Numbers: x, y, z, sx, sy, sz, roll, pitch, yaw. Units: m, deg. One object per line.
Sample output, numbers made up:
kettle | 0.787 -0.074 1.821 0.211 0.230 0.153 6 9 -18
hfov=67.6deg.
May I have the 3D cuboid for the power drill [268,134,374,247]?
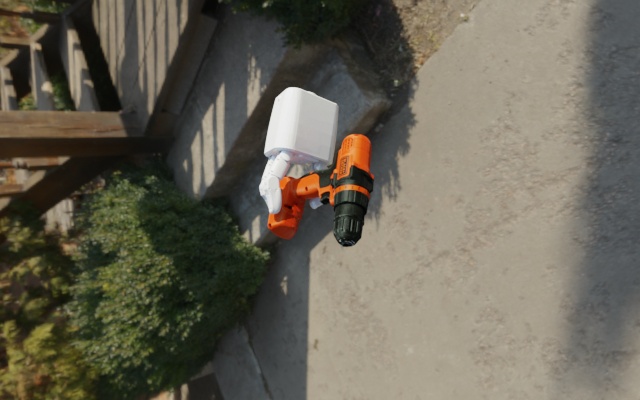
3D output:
power drill | 0.000 0.002 0.743 0.188 0.184 0.057 -21 -43 40
